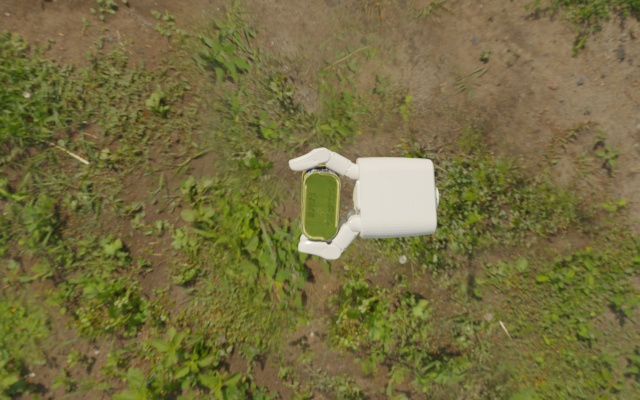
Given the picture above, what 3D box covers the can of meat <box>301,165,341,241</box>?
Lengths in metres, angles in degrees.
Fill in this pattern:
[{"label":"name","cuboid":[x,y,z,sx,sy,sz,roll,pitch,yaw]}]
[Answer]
[{"label":"can of meat","cuboid":[0.000,0.002,0.692,0.057,0.102,0.084,2,9,-2]}]
